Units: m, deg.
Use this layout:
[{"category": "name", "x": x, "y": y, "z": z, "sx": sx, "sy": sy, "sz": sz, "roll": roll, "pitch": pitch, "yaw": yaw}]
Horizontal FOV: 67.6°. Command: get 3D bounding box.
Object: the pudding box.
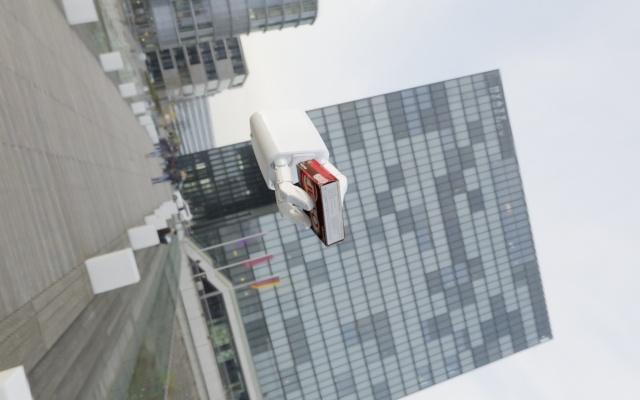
[{"category": "pudding box", "x": 0.000, "y": 0.002, "z": 0.750, "sx": 0.039, "sy": 0.114, "sz": 0.090, "roll": -20, "pitch": 32, "yaw": -17}]
